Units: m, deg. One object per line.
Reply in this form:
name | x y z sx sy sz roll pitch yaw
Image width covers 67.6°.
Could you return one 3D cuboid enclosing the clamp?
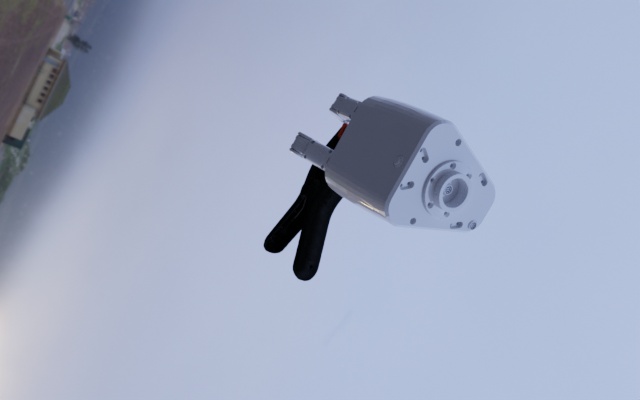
clamp | 0.001 0.002 0.501 0.039 0.171 0.120 26 7 -30
